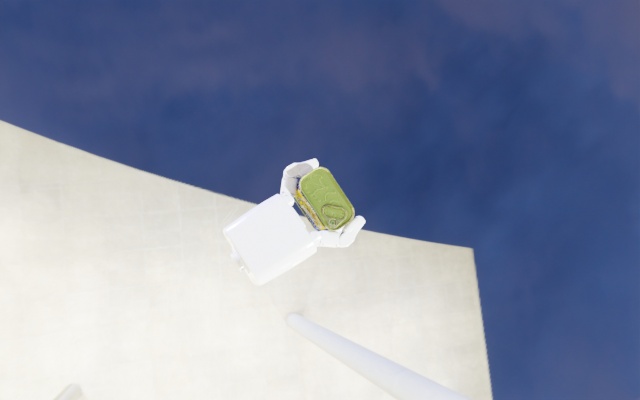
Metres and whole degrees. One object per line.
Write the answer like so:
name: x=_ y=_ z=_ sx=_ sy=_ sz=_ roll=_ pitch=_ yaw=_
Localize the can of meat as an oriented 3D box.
can of meat: x=0.000 y=0.003 z=0.792 sx=0.057 sy=0.102 sz=0.084 roll=-35 pitch=2 yaw=-17
